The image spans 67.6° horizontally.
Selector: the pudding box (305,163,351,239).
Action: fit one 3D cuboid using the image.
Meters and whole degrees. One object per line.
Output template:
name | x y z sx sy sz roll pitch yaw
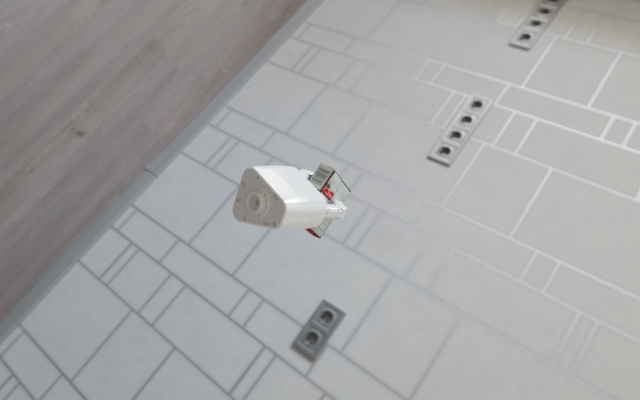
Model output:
pudding box | 0.000 0.003 0.872 0.039 0.113 0.090 29 -11 32
